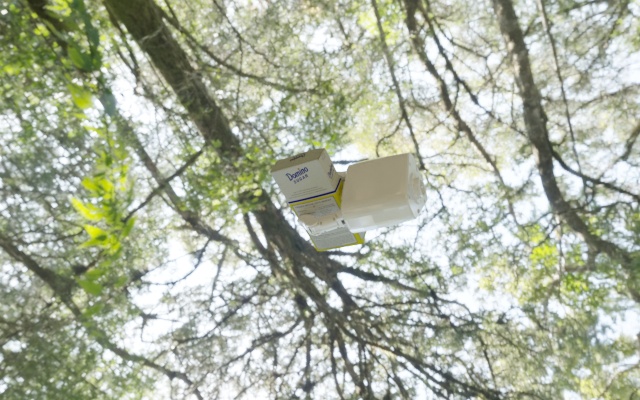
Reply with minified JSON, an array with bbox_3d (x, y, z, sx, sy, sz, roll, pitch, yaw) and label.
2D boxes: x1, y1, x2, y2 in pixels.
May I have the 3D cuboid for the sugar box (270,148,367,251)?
[{"bbox_3d":[0.000,0.002,0.791,0.093,0.176,0.048,-13,30,27],"label":"sugar box"}]
